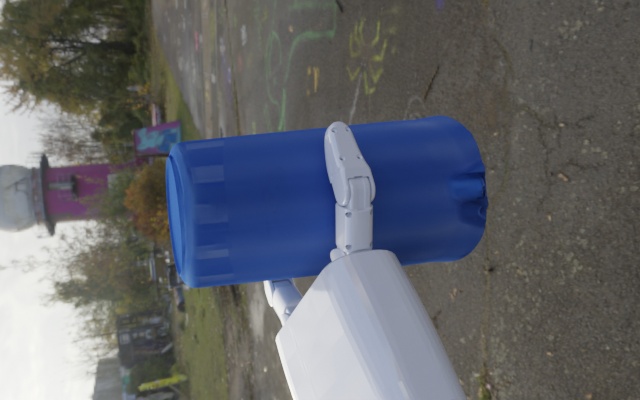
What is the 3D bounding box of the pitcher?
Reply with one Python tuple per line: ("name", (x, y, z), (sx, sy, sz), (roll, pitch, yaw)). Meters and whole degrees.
("pitcher", (0.000, 0.001, 0.404), (0.243, 0.149, 0.145), (-6, 47, -22))
